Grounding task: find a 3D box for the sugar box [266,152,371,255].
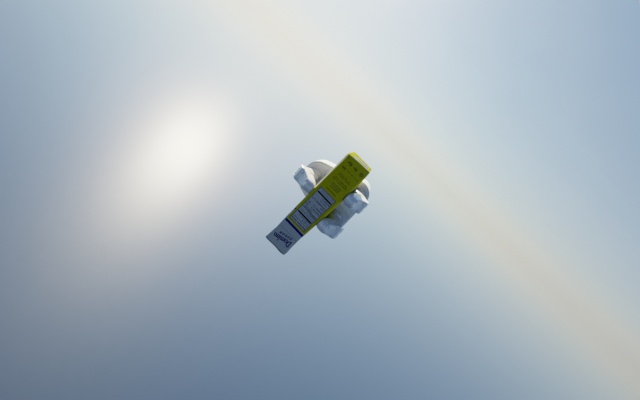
[{"bbox_3d":[0.001,0.003,0.726,0.048,0.176,0.093,44,11,2],"label":"sugar box"}]
